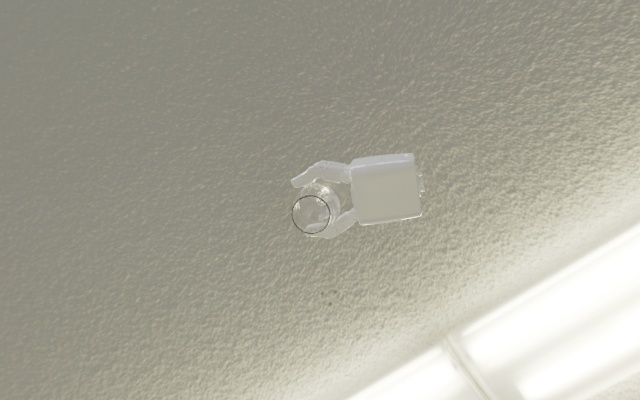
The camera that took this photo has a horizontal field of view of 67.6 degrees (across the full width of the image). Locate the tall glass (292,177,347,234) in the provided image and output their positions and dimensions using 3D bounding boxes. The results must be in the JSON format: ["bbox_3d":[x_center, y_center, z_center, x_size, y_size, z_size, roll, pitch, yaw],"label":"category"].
[{"bbox_3d":[0.000,0.003,0.832,0.079,0.079,0.201,0,11,9],"label":"tall glass"}]
